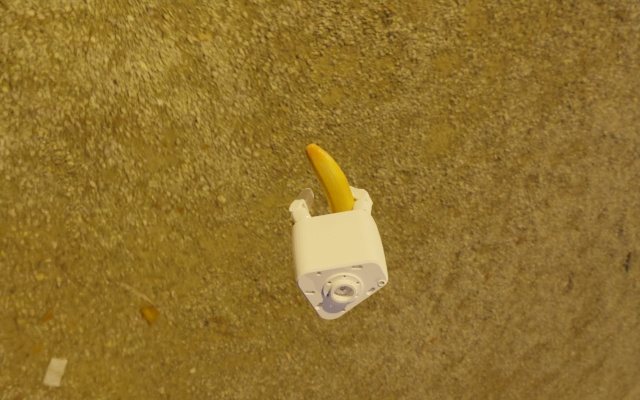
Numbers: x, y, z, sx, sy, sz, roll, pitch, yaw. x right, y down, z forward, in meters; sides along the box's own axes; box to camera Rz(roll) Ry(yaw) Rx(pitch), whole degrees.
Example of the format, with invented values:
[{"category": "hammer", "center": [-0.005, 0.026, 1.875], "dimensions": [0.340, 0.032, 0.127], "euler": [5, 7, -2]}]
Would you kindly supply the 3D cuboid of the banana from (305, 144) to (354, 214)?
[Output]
[{"category": "banana", "center": [0.018, 0.007, 0.705], "dimensions": [0.069, 0.198, 0.037], "euler": [5, 38, 14]}]
